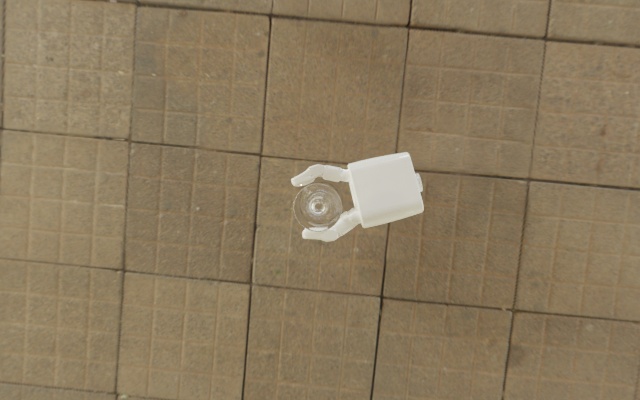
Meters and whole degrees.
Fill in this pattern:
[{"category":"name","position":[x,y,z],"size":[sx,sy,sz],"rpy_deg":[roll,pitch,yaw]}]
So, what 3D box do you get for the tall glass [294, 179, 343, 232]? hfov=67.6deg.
[{"category":"tall glass","position":[0.000,0.003,0.827],"size":[0.079,0.079,0.201],"rpy_deg":[0,5,2]}]
